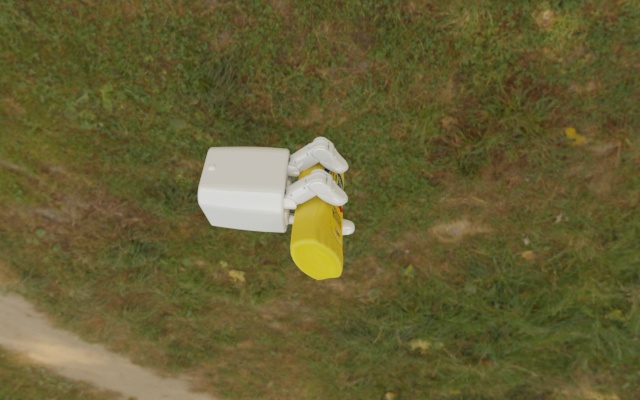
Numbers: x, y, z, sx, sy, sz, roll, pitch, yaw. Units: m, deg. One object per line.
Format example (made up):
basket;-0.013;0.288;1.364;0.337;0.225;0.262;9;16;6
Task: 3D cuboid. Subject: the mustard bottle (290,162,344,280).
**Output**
mustard bottle;0.000;0.002;0.643;0.058;0.191;0.096;-12;-40;19
